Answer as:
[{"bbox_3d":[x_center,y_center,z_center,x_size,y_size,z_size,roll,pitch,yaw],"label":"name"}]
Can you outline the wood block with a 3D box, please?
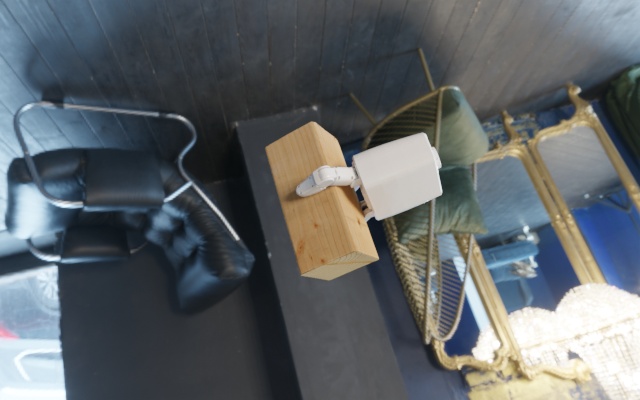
[{"bbox_3d":[0.000,0.002,0.706,0.090,0.206,0.091,-26,-23,20],"label":"wood block"}]
